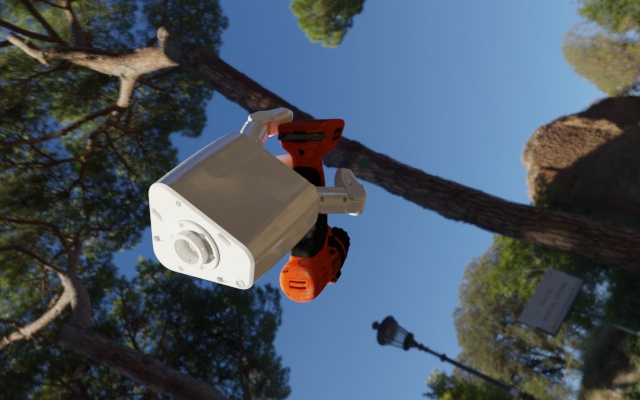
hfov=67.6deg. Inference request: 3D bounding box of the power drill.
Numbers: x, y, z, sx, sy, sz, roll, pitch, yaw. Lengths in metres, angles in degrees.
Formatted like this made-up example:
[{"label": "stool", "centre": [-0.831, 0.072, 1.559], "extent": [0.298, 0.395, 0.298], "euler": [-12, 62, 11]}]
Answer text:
[{"label": "power drill", "centre": [0.000, 0.001, 0.548], "extent": [0.057, 0.188, 0.184], "euler": [0, 11, 14]}]
